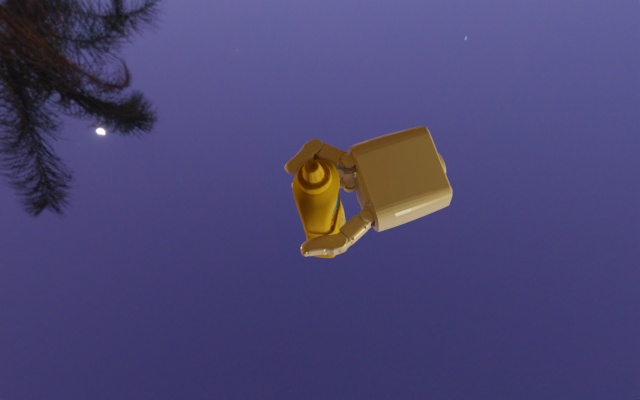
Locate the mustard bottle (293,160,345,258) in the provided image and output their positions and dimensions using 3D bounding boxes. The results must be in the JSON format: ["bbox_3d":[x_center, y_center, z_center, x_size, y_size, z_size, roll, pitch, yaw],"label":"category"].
[{"bbox_3d":[0.000,0.002,0.629,0.058,0.096,0.192,4,-25,8],"label":"mustard bottle"}]
